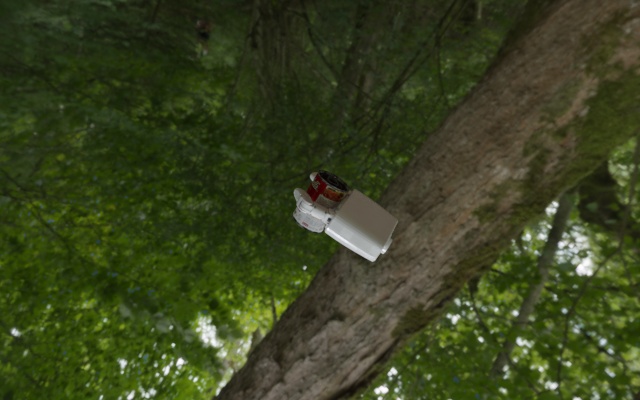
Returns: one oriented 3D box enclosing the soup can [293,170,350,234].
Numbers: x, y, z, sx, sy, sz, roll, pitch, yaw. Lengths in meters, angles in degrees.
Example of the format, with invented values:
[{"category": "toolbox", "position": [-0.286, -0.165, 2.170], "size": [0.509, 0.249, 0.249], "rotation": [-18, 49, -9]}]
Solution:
[{"category": "soup can", "position": [0.000, 0.003, 0.900], "size": [0.068, 0.102, 0.068], "rotation": [28, 21, -11]}]
